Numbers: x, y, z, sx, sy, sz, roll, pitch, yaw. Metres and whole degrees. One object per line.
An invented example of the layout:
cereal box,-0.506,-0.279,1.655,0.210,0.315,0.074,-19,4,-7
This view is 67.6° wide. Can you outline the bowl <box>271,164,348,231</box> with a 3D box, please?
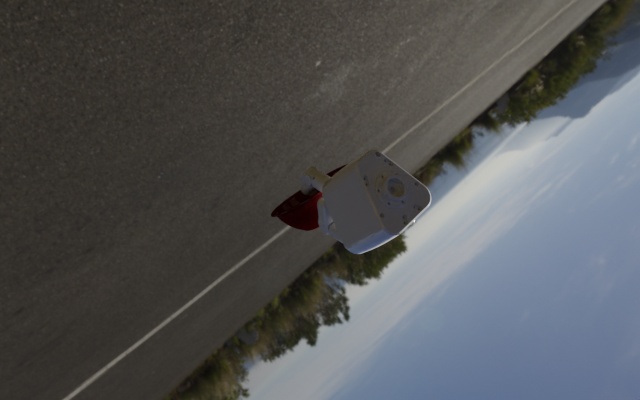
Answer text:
bowl,0.000,0.003,0.787,0.162,0.055,0.162,-31,9,6
